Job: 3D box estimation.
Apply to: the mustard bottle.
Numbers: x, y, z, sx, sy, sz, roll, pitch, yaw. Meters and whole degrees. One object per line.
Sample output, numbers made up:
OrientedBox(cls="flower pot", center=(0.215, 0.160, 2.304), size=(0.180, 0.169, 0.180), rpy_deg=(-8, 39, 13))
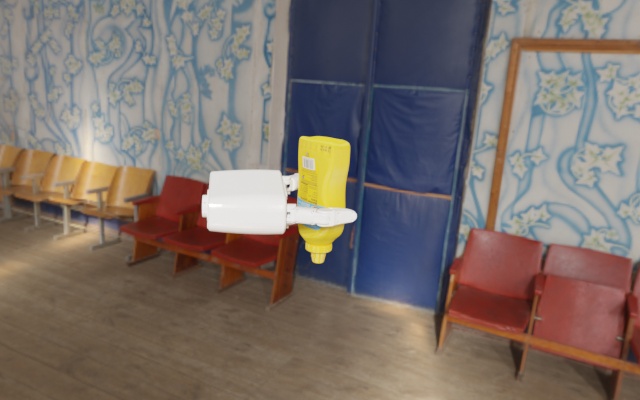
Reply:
OrientedBox(cls="mustard bottle", center=(0.000, 0.002, 0.721), size=(0.058, 0.192, 0.096), rpy_deg=(-6, 16, -34))
